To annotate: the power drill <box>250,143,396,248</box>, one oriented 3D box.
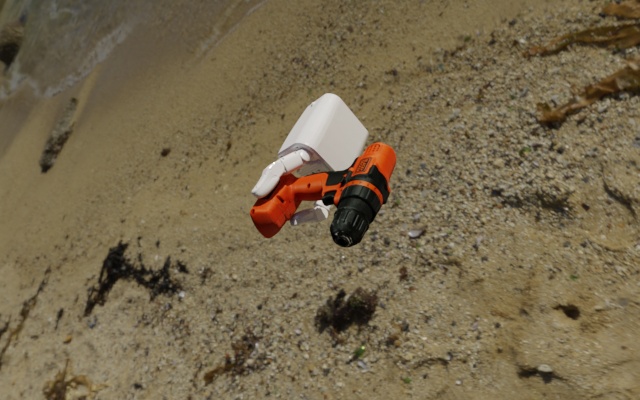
[{"bbox_3d":[0.000,0.002,0.634,0.187,0.057,0.184,-10,31,32],"label":"power drill"}]
